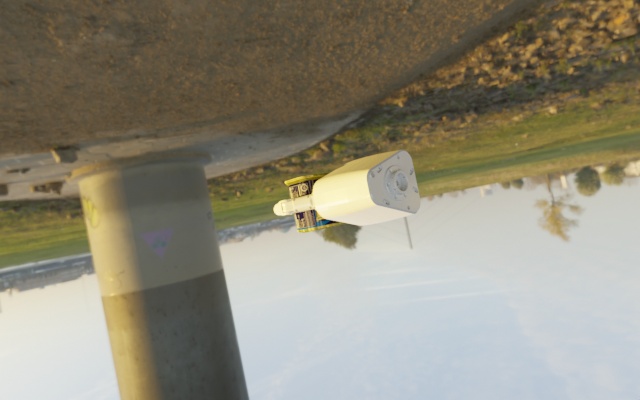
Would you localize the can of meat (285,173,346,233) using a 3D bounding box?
[{"bbox_3d":[0.000,0.003,0.755,0.057,0.084,0.102,-13,-2,43],"label":"can of meat"}]
